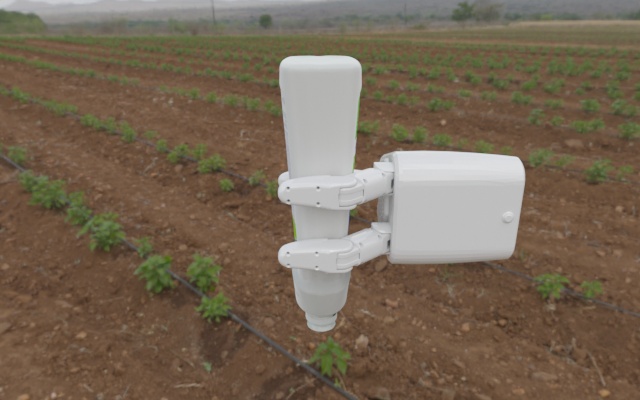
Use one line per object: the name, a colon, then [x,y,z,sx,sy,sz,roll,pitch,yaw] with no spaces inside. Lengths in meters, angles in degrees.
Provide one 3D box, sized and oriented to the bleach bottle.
bleach bottle: [0.000,0.001,0.437,0.068,0.251,0.102,-1,21,-1]
